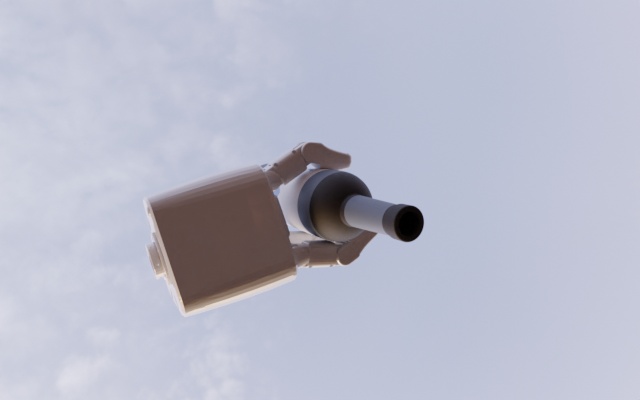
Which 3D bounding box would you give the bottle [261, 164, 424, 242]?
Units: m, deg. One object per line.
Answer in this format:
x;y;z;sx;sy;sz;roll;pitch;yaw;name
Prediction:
0.000;0.001;0.477;0.069;0.069;0.295;0;6;-26;bottle
